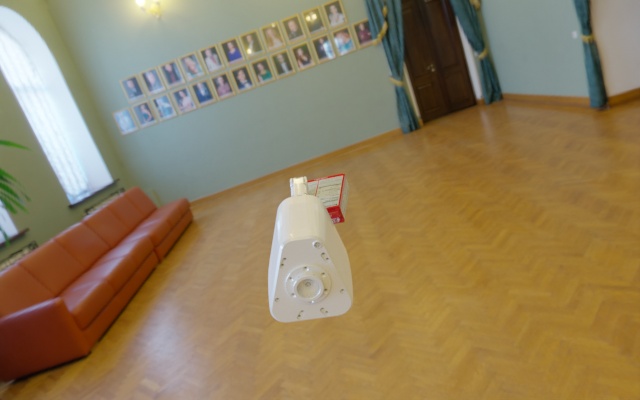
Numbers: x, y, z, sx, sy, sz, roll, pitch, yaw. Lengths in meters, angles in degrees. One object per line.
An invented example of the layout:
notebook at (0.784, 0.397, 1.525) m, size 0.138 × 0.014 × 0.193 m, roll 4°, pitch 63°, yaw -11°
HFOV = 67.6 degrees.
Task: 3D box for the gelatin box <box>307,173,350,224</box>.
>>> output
gelatin box at (0.000, 0.002, 0.673) m, size 0.073 × 0.030 × 0.089 m, roll -12°, pitch 33°, yaw 16°
